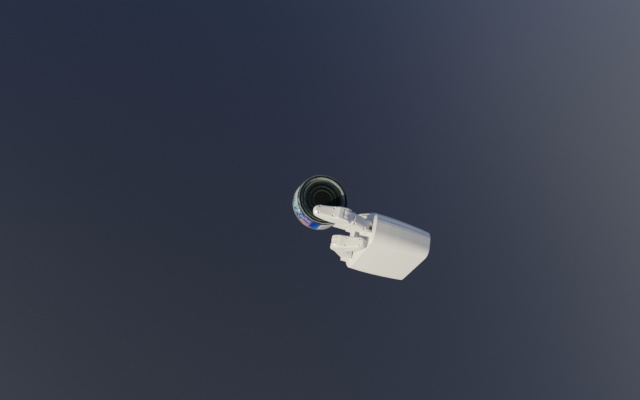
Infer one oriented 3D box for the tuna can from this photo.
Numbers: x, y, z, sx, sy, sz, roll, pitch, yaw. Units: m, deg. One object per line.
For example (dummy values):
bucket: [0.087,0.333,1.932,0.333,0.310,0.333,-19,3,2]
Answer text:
tuna can: [0.000,0.002,0.778,0.086,0.086,0.034,0,-17,-17]
